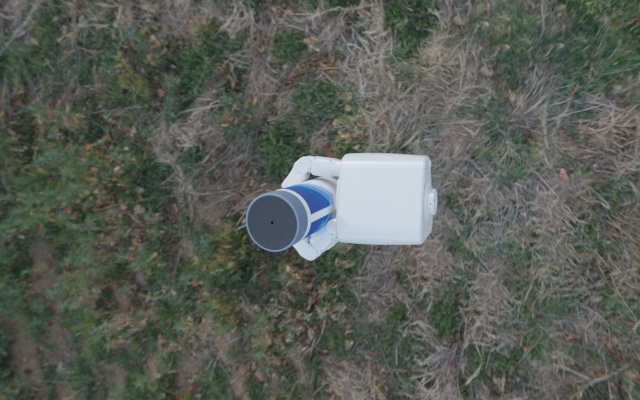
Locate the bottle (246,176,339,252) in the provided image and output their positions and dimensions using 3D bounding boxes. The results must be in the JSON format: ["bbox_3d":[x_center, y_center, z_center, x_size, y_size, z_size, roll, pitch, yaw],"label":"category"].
[{"bbox_3d":[0.000,0.002,0.661,0.069,0.069,0.295,0,9,22],"label":"bottle"}]
